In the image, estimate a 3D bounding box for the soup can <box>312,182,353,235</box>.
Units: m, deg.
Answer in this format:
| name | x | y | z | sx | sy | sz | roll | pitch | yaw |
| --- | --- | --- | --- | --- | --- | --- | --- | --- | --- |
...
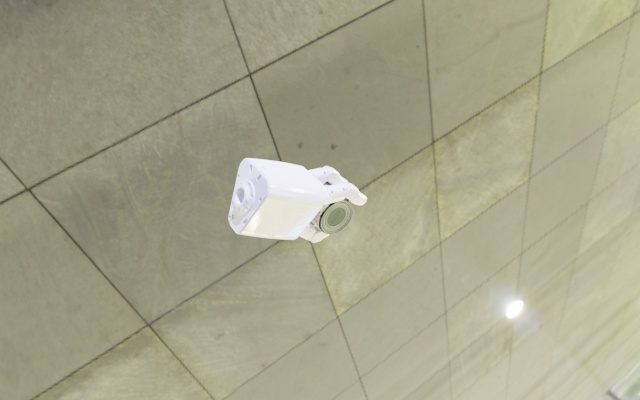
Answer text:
| name | x | y | z | sx | sy | sz | roll | pitch | yaw |
| --- | --- | --- | --- | --- | --- | --- | --- | --- | --- |
| soup can | 0.001 | 0.003 | 0.803 | 0.068 | 0.068 | 0.102 | 0 | 30 | -38 |
